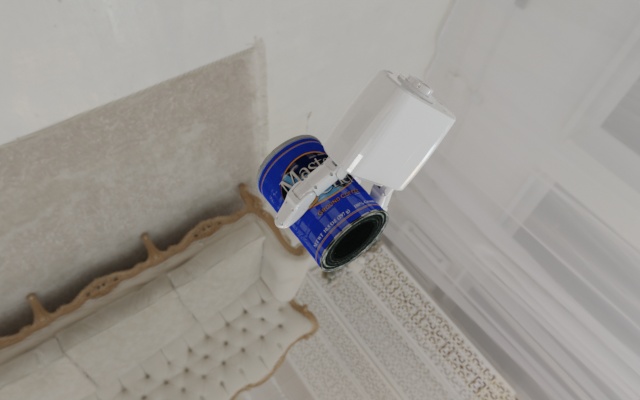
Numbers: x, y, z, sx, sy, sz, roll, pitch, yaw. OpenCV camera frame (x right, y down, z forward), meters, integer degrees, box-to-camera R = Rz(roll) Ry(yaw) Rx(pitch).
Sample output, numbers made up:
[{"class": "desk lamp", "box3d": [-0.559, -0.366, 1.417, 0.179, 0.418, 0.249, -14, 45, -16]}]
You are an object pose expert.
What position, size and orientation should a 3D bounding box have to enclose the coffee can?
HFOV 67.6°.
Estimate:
[{"class": "coffee can", "box3d": [0.000, 0.002, 0.589, 0.140, 0.103, 0.103, 49, 26, 26]}]
